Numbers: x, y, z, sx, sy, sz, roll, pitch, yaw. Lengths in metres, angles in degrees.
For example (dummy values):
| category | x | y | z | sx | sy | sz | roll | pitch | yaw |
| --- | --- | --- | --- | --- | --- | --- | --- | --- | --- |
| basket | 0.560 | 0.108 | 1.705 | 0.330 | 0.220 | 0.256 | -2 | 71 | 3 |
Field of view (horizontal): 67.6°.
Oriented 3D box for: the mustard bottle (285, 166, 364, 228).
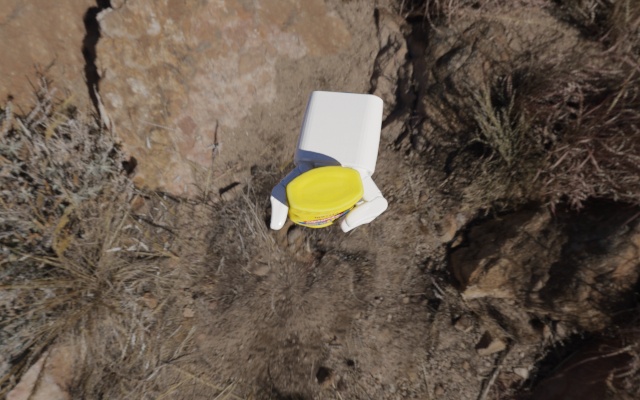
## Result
| category | x | y | z | sx | sy | sz | roll | pitch | yaw |
| --- | --- | --- | --- | --- | --- | --- | --- | --- | --- |
| mustard bottle | 0.000 | 0.002 | 0.671 | 0.096 | 0.058 | 0.192 | -13 | -9 | -6 |
